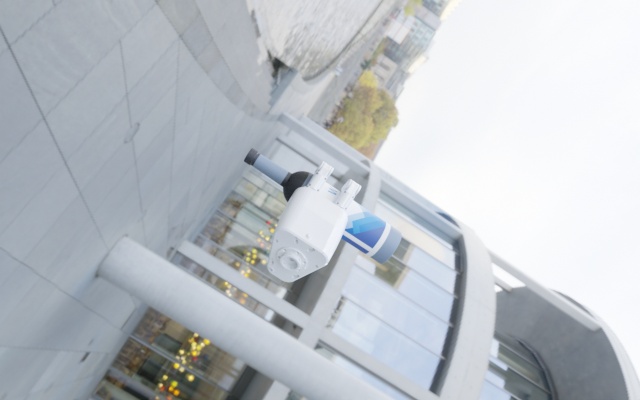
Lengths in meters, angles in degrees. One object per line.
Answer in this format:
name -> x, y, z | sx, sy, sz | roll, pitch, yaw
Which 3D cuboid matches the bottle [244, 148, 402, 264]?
bottle -> 0.000, 0.003, 0.819 | 0.296, 0.069, 0.069 | 33, -4, -6
